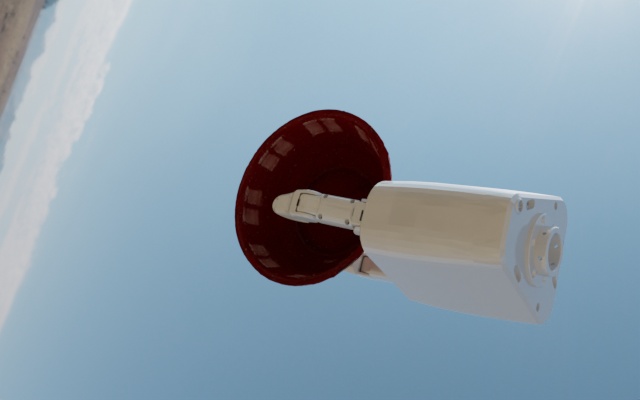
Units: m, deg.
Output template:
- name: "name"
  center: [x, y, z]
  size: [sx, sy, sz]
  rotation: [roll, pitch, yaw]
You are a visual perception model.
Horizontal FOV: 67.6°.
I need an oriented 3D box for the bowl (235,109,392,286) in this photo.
- name: "bowl"
  center: [-0.001, 0.001, 0.437]
  size: [0.162, 0.162, 0.055]
  rotation: [0, -17, 33]
